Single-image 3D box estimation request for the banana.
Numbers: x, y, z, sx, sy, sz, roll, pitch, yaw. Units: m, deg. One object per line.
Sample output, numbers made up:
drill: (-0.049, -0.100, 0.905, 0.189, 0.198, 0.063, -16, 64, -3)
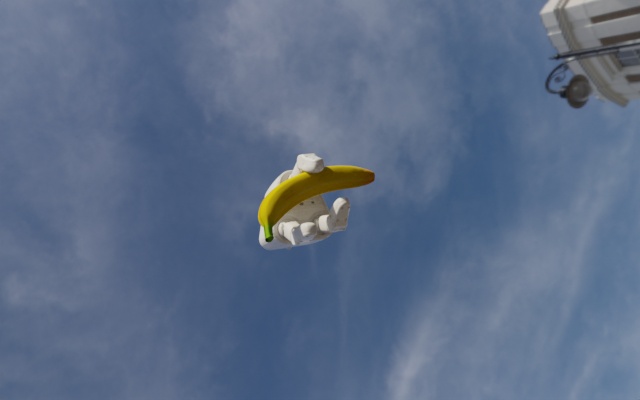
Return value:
banana: (-0.014, -0.010, 0.659, 0.197, 0.069, 0.037, -31, -21, -28)
